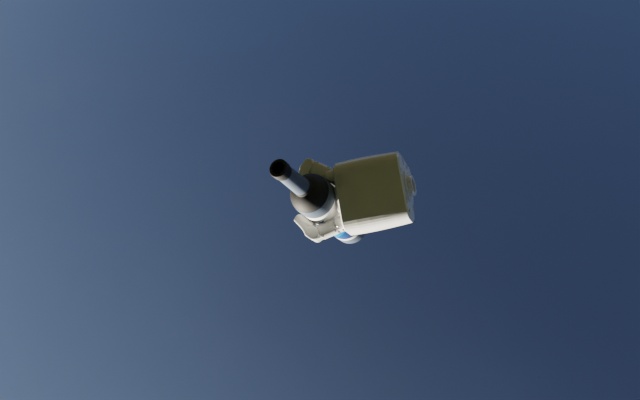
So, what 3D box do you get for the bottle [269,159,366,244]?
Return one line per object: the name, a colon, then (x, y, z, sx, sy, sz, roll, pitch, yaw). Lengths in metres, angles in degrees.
bottle: (0.000, 0.003, 0.776, 0.069, 0.069, 0.296, 0, -19, 25)
